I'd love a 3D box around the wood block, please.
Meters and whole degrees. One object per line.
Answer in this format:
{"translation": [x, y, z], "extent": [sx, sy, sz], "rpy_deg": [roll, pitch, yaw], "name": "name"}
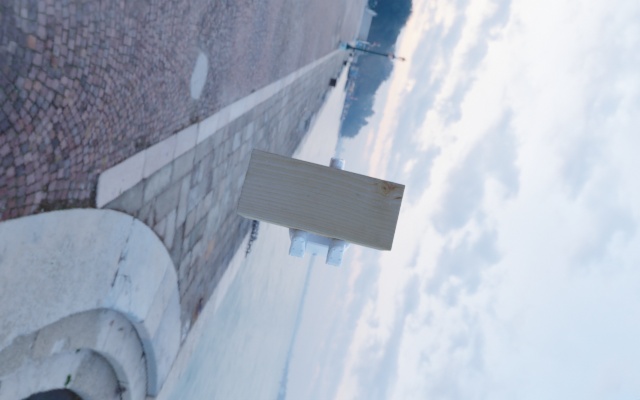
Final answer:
{"translation": [0.000, 0.002, 0.660], "extent": [0.206, 0.091, 0.090], "rpy_deg": [13, -6, 0], "name": "wood block"}
